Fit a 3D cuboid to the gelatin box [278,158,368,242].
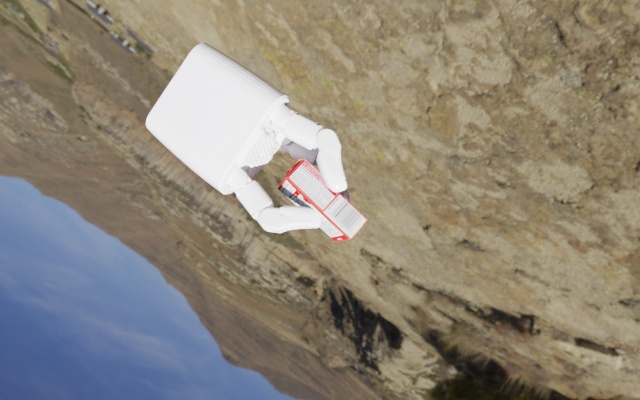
[{"bbox_3d":[0.000,0.002,0.486,0.089,0.030,0.073,44,-12,-2],"label":"gelatin box"}]
